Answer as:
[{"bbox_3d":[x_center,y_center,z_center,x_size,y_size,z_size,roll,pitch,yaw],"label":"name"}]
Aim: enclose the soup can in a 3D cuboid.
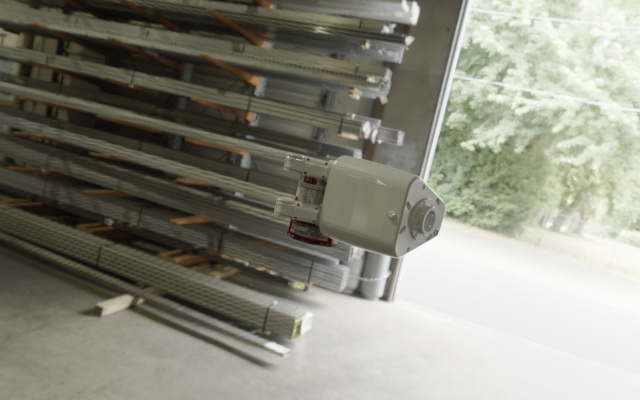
[{"bbox_3d":[0.000,0.002,0.618,0.068,0.102,0.068,13,6,-1],"label":"soup can"}]
